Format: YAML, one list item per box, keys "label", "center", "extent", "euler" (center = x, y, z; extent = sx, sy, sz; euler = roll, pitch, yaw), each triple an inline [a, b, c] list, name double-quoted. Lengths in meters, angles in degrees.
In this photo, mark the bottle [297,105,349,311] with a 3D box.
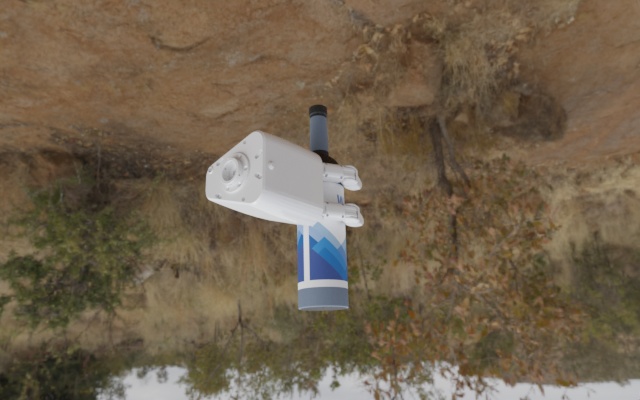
- label: "bottle"
  center: [0.000, 0.002, 0.673]
  extent: [0.069, 0.295, 0.069]
  euler: [-1, -18, 0]
